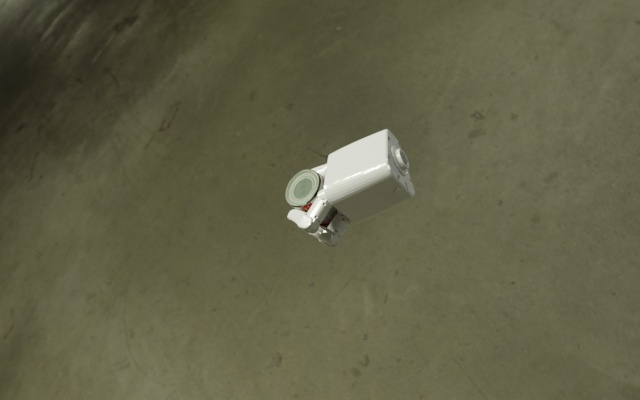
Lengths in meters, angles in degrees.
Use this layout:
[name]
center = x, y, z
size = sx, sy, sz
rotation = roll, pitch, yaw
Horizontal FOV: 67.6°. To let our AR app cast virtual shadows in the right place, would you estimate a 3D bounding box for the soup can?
[soup can]
center = 0.000, 0.002, 0.771
size = 0.068, 0.068, 0.102
rotation = 0, -26, 39
